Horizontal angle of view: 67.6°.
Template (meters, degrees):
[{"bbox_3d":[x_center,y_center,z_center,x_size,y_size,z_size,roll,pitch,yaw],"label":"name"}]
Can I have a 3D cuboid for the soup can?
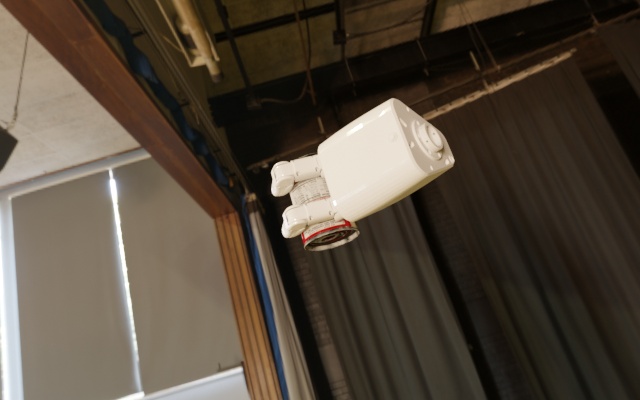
[{"bbox_3d":[0.000,0.002,0.579,0.068,0.102,0.068,-15,-20,-6],"label":"soup can"}]
